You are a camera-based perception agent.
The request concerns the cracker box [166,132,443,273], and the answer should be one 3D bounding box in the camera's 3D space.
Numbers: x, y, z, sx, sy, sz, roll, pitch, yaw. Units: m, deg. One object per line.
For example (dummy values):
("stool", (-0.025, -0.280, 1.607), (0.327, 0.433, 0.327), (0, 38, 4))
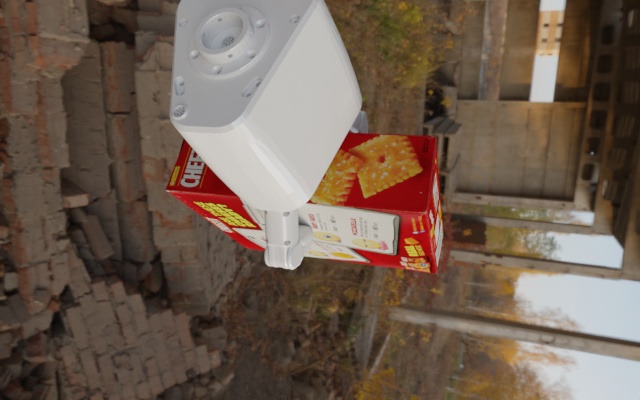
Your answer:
("cracker box", (0.000, 0.002, 0.438), (0.213, 0.072, 0.164), (6, -21, 19))
